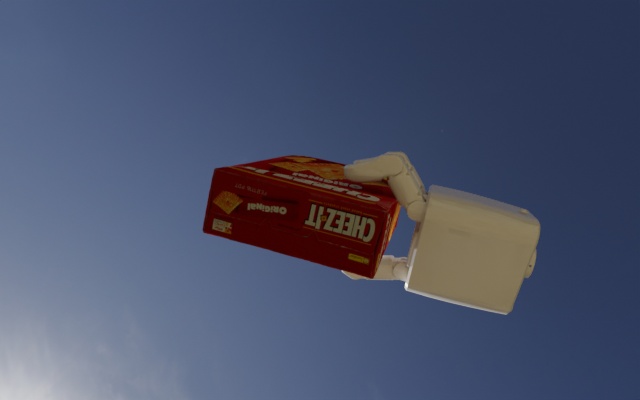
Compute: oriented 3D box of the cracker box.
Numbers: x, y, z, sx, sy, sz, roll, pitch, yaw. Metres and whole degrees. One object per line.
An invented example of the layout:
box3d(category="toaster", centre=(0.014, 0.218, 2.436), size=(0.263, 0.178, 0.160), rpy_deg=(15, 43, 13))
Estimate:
box3d(category="cracker box", centre=(0.000, 0.002, 0.516), size=(0.164, 0.072, 0.213), rpy_deg=(13, 11, 12))
